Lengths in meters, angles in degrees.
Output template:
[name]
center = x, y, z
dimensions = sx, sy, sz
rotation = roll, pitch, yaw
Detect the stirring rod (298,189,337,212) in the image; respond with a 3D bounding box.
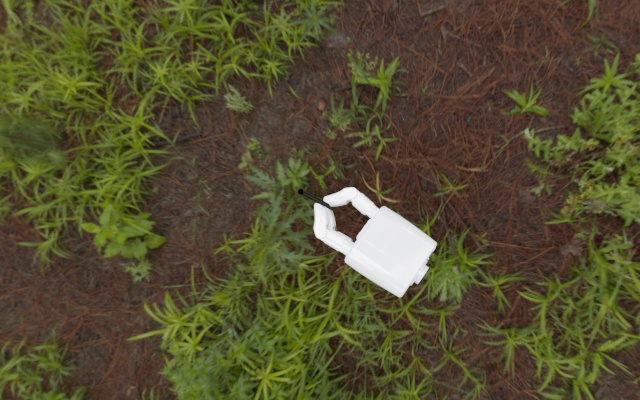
[stirring rod]
center = 0.000, 0.002, 0.747
dimensions = 0.011, 0.011, 0.239
rotation = 0, -7, 13
